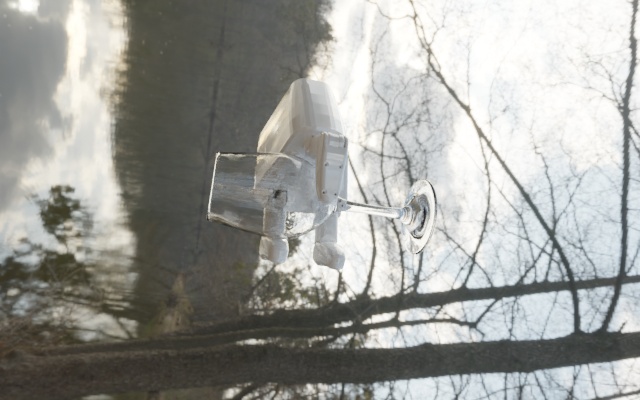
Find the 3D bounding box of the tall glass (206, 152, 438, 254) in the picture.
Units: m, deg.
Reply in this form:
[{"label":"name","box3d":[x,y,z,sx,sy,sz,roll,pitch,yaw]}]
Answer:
[{"label":"tall glass","box3d":[0.001,0.002,0.442,0.201,0.079,0.079,8,-2,-14]}]
